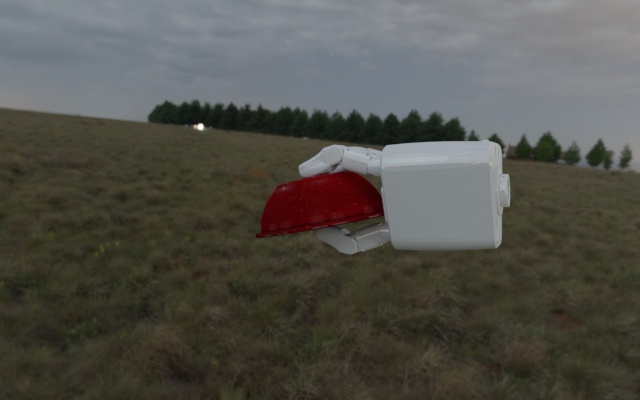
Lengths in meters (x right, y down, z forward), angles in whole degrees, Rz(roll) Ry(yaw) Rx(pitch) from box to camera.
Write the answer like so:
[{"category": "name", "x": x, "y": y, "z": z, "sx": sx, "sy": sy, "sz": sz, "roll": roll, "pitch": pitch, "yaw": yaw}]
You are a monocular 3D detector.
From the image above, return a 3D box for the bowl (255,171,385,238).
[{"category": "bowl", "x": -0.001, "y": 0.002, "z": 0.547, "sx": 0.162, "sy": 0.055, "sz": 0.162, "roll": -11, "pitch": -1, "yaw": 0}]
